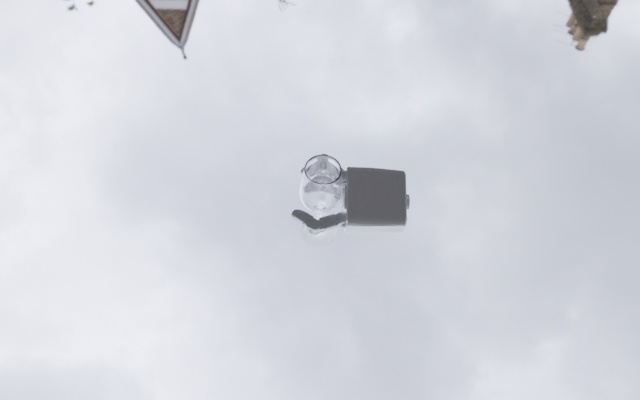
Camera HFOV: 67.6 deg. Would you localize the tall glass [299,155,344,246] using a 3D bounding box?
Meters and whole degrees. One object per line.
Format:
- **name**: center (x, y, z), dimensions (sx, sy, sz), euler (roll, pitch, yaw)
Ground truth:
- **tall glass**: center (0.000, 0.003, 0.863), dimensions (0.079, 0.079, 0.201), euler (0, -33, -2)
